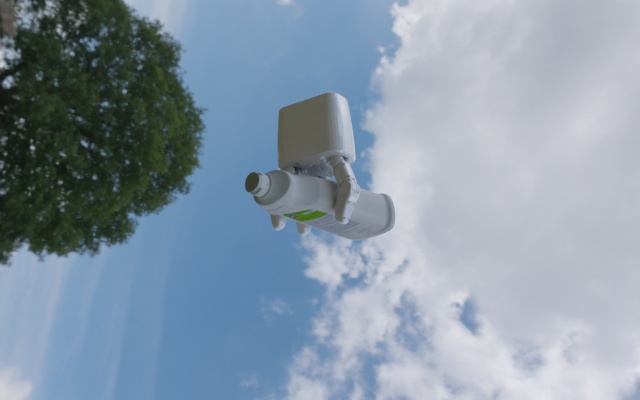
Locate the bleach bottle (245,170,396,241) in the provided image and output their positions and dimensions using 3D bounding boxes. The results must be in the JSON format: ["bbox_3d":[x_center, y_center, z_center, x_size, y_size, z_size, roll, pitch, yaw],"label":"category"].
[{"bbox_3d":[0.000,0.002,0.708,0.102,0.068,0.251,-23,-28,37],"label":"bleach bottle"}]
